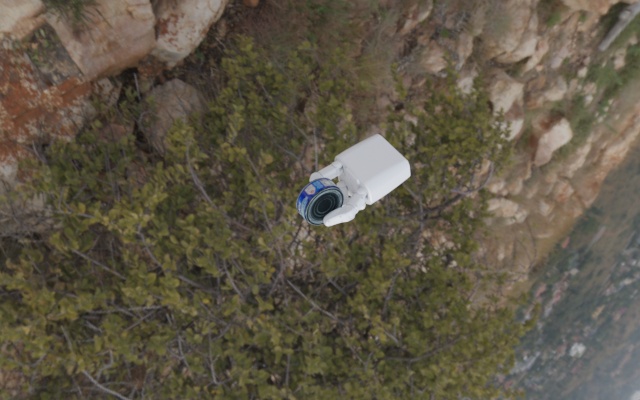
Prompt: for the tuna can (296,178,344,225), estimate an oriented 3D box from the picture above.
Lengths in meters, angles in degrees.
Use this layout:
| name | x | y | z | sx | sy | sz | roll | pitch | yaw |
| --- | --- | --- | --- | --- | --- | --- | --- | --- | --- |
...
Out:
| name | x | y | z | sx | sy | sz | roll | pitch | yaw |
| --- | --- | --- | --- | --- | --- | --- | --- | --- | --- |
| tuna can | 0.000 | 0.003 | 0.874 | 0.086 | 0.086 | 0.033 | 0 | 33 | -39 |
